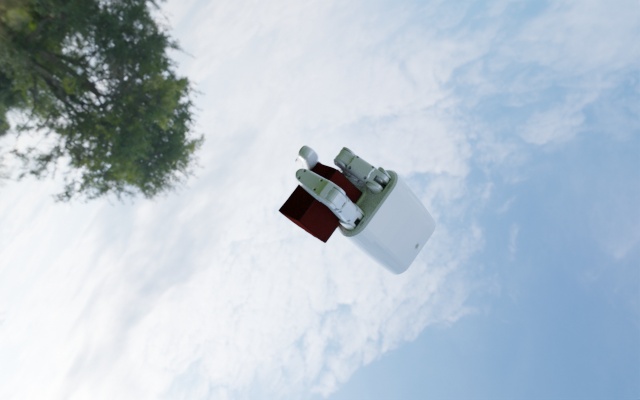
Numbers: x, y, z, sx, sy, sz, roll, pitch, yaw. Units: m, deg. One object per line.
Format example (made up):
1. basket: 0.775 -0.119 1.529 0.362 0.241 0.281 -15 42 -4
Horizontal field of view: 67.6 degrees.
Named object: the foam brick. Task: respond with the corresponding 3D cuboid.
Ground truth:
1. foam brick: 0.000 0.002 0.570 0.051 0.078 0.053 43 -10 -34
